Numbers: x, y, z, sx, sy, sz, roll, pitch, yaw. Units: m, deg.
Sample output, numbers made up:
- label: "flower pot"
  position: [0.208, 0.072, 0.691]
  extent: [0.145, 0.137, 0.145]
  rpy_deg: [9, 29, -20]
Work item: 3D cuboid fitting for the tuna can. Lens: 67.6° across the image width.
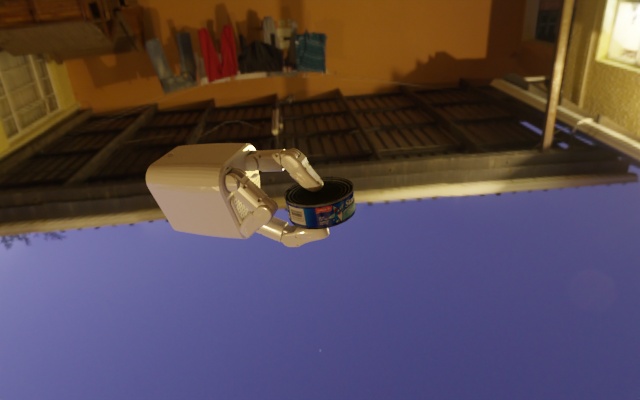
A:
- label: "tuna can"
  position: [0.000, 0.002, 0.588]
  extent: [0.086, 0.034, 0.086]
  rpy_deg: [-8, 24, 3]
